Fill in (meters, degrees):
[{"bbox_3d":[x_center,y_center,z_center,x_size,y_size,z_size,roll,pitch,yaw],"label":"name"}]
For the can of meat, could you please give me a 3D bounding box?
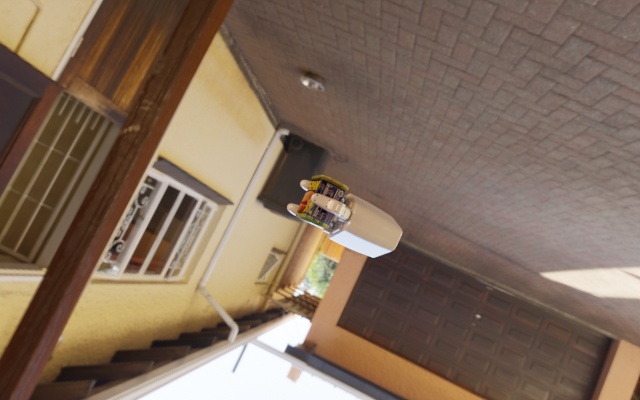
[{"bbox_3d":[0.000,0.003,0.896,0.057,0.084,0.102,27,-6,-14],"label":"can of meat"}]
